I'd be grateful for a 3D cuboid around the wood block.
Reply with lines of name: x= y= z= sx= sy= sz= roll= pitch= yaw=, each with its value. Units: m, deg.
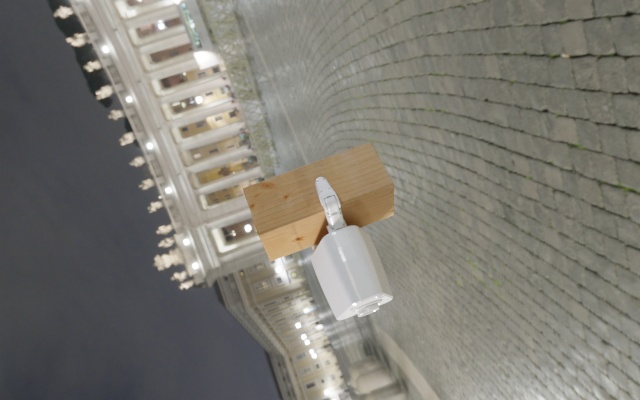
wood block: x=0.000 y=0.003 z=0.729 sx=0.206 sy=0.090 sz=0.091 roll=-20 pitch=-34 yaw=-5
